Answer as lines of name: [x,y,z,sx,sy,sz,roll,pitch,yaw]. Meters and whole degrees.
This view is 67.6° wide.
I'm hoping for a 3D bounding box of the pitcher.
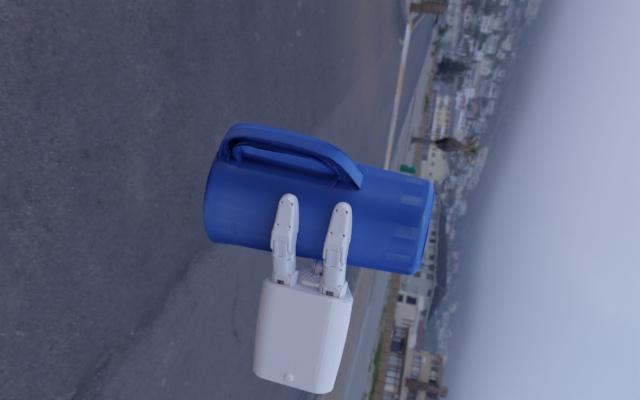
pitcher: [0.000,0.002,0.539,0.243,0.145,0.149,11,6,11]
